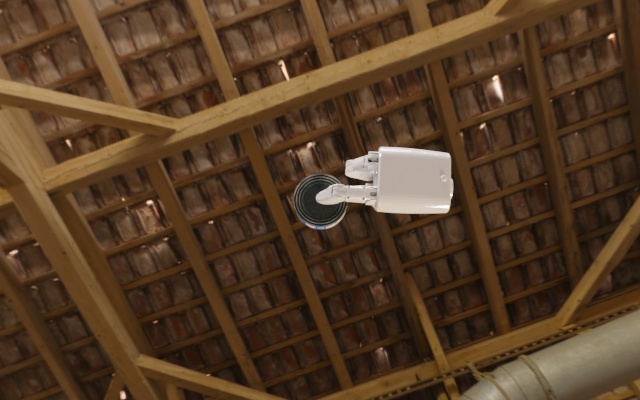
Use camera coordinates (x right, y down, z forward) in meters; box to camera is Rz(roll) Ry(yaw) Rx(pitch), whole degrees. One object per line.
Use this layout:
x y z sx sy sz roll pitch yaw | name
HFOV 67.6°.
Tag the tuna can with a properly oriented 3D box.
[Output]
0.000 0.003 0.759 0.086 0.086 0.034 0 -13 1 | tuna can
